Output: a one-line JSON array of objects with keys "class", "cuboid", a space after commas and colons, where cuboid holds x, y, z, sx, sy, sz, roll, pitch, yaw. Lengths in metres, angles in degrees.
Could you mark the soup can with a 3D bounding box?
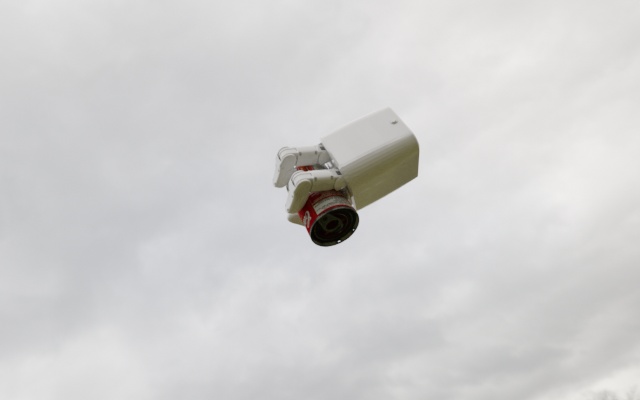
[{"class": "soup can", "cuboid": [0.000, 0.002, 0.637, 0.068, 0.068, 0.102, 0, 40, -29]}]
